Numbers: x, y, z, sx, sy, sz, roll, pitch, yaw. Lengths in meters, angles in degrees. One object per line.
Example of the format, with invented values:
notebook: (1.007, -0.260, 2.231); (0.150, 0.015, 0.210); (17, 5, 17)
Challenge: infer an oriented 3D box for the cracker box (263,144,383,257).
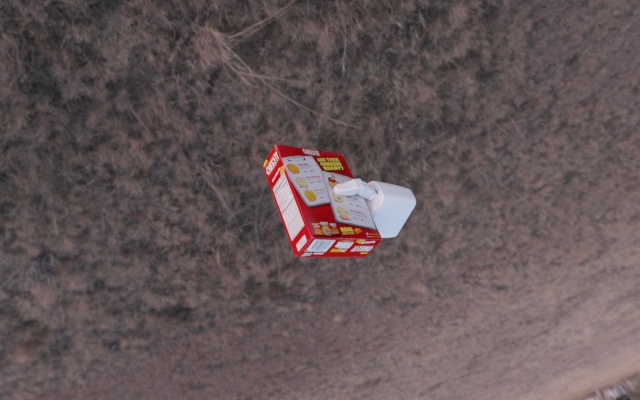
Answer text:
cracker box: (0.000, 0.003, 0.895); (0.164, 0.213, 0.072); (4, -41, -37)
